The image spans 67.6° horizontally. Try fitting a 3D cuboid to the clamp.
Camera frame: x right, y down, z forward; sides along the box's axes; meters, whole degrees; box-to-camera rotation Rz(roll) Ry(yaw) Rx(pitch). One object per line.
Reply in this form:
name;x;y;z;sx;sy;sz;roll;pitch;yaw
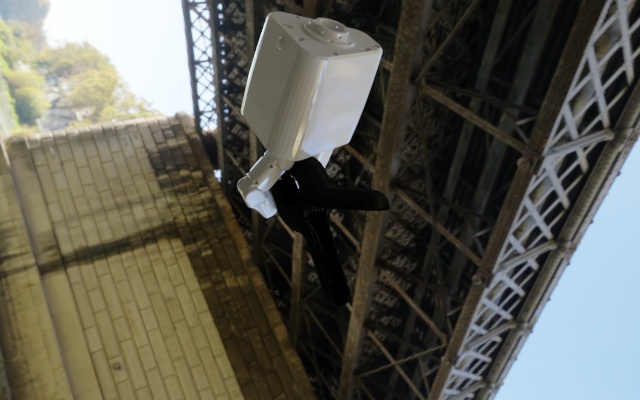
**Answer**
clamp;0.000;0.001;0.460;0.039;0.120;0.171;0;42;-42
